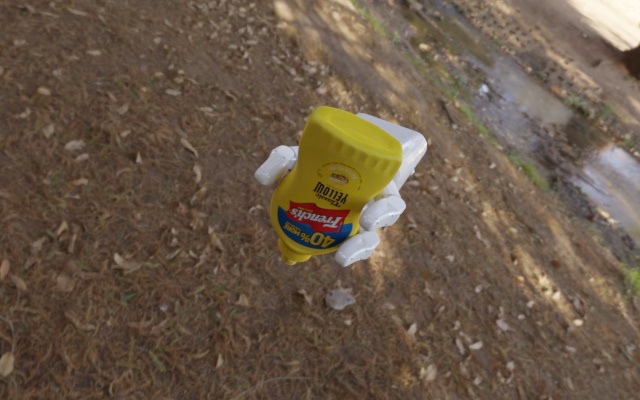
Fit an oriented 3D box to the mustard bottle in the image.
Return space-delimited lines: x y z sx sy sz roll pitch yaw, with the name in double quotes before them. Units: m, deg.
"mustard bottle" 0.000 0.002 0.497 0.096 0.192 0.058 23 38 -9
